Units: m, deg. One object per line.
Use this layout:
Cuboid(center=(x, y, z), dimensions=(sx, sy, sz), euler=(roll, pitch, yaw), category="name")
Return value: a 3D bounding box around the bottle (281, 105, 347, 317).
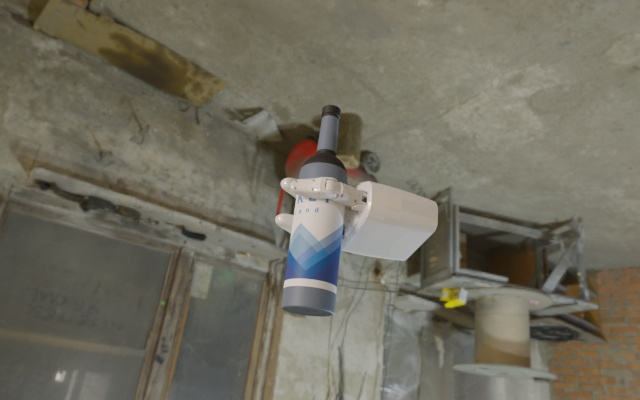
Cuboid(center=(0.000, 0.002, 0.645), dimensions=(0.069, 0.295, 0.069), euler=(6, -22, 2), category="bottle")
